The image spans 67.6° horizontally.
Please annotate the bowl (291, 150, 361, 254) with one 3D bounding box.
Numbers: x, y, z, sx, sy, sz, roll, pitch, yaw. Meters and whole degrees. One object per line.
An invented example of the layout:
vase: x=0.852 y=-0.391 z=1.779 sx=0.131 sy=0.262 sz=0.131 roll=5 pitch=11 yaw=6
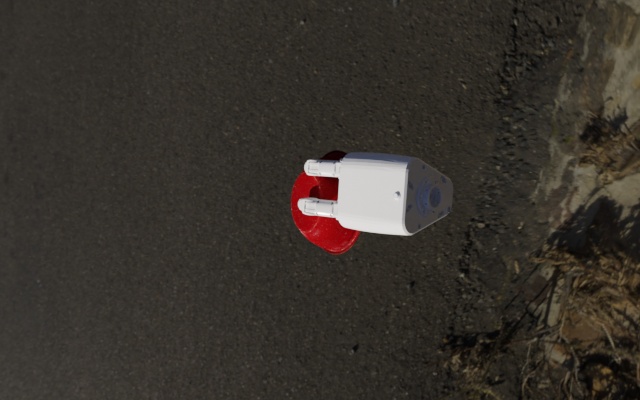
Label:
bowl: x=-0.001 y=0.003 z=0.730 sx=0.055 sy=0.162 sz=0.162 roll=1 pitch=0 yaw=-32
